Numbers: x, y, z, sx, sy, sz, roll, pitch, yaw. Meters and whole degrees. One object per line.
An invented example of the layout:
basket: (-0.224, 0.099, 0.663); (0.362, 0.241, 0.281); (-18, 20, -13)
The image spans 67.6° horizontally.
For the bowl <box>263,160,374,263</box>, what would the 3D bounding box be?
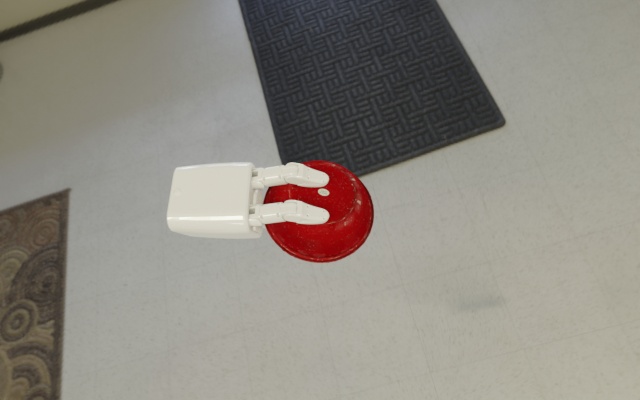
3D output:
bowl: (0.001, 0.002, 0.664); (0.162, 0.162, 0.055); (0, -26, -6)
